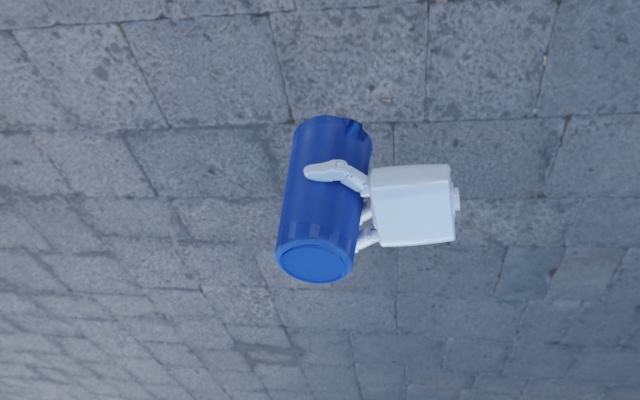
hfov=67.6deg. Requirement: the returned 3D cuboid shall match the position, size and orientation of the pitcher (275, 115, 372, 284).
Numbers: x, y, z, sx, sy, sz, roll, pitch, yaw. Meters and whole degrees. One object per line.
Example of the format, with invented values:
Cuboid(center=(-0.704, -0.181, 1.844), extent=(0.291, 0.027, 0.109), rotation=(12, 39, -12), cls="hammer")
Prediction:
Cuboid(center=(0.000, 0.002, 0.724), extent=(0.145, 0.242, 0.149), rotation=(-4, -41, 16), cls="pitcher")
